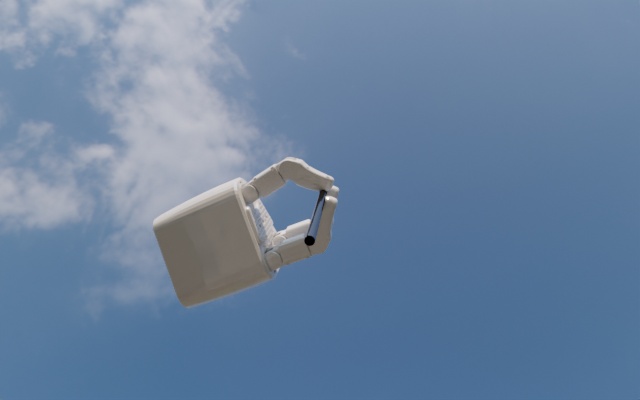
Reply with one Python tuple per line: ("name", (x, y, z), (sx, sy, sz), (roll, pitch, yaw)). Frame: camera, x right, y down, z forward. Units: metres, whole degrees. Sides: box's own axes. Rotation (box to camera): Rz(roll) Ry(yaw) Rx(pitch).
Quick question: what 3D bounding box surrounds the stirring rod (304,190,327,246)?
("stirring rod", (0.000, 0.002, 0.464), (0.011, 0.011, 0.239), (0, 13, 4))
